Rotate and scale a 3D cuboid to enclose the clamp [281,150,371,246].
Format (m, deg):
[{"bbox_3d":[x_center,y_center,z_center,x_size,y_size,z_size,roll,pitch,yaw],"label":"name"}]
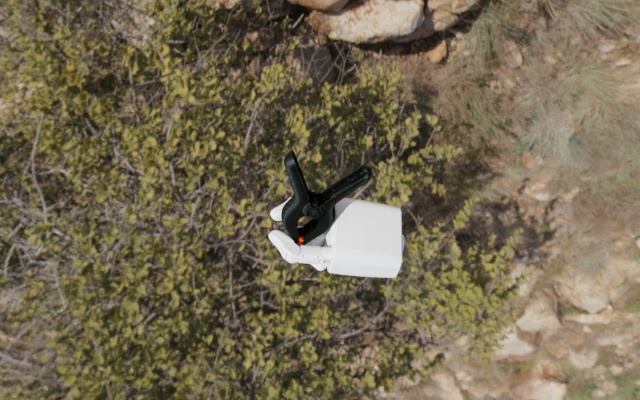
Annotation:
[{"bbox_3d":[0.000,0.003,0.683,0.120,0.039,0.172,7,-45,-6],"label":"clamp"}]
